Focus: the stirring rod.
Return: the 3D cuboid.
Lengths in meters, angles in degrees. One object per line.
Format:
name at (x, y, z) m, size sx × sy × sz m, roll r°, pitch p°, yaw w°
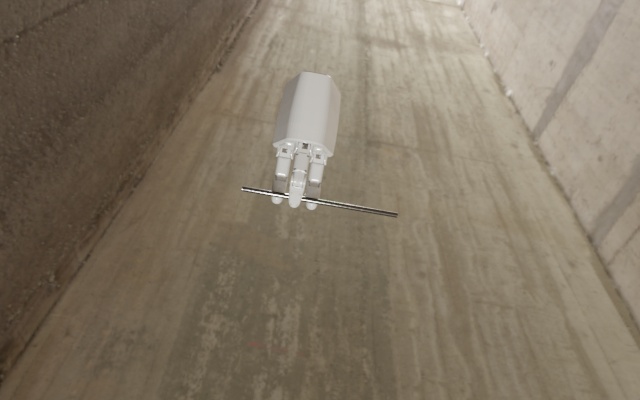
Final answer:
stirring rod at (0.000, 0.002, 0.729) m, size 0.239 × 0.011 × 0.011 m, roll 10°, pitch -1°, yaw -4°
